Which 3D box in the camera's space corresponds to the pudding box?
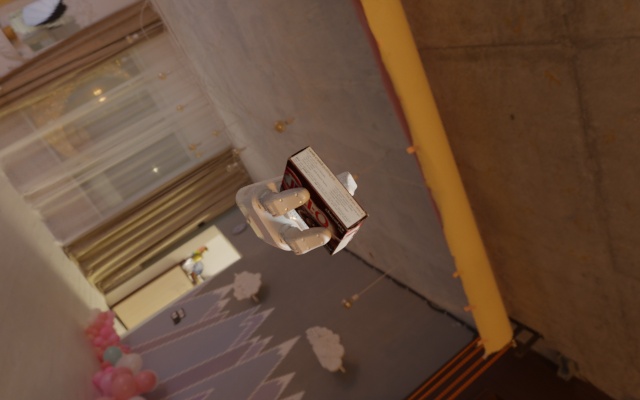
[{"bbox_3d":[0.000,0.002,0.579,0.039,0.113,0.090,-36,-13,-23],"label":"pudding box"}]
